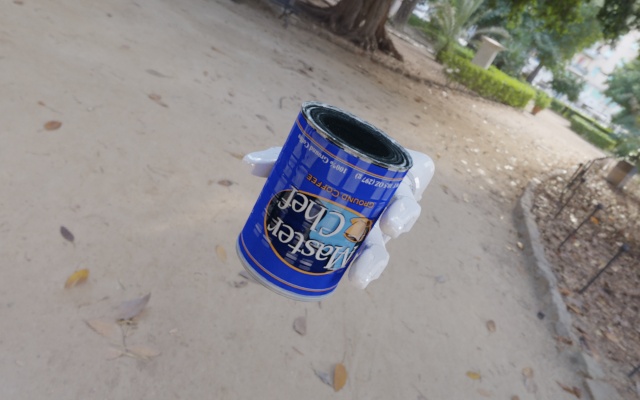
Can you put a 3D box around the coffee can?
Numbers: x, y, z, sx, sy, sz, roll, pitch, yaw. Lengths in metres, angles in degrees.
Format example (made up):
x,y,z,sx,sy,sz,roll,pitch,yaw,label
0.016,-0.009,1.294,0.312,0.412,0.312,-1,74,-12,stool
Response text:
x,y,z,sx,sy,sz,roll,pitch,yaw,label
0.000,0.001,0.413,0.103,0.140,0.102,24,24,-11,coffee can
